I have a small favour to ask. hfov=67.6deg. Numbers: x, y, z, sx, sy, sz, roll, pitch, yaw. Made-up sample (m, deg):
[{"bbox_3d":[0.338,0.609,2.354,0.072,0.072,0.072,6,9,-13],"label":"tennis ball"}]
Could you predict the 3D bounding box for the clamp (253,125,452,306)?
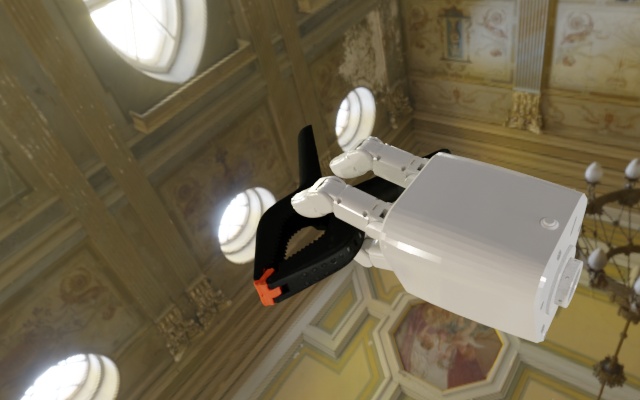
[{"bbox_3d":[0.000,0.002,0.429,0.164,0.036,0.210,20,52,34],"label":"clamp"}]
